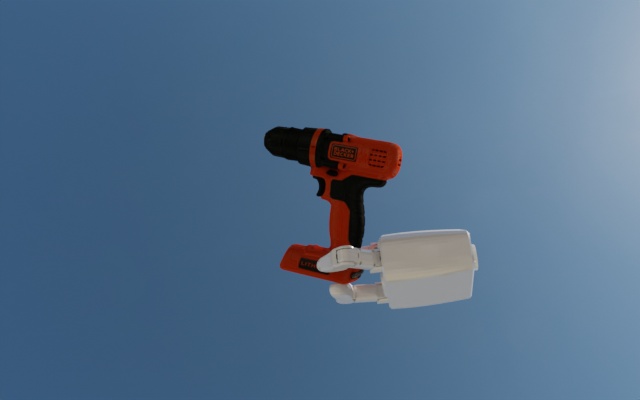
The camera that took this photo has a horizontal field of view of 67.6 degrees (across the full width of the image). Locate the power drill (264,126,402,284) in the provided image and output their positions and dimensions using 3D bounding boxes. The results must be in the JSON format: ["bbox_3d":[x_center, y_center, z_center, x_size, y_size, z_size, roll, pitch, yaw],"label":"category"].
[{"bbox_3d":[0.000,0.003,0.614,0.184,0.187,0.057,12,7,20],"label":"power drill"}]
